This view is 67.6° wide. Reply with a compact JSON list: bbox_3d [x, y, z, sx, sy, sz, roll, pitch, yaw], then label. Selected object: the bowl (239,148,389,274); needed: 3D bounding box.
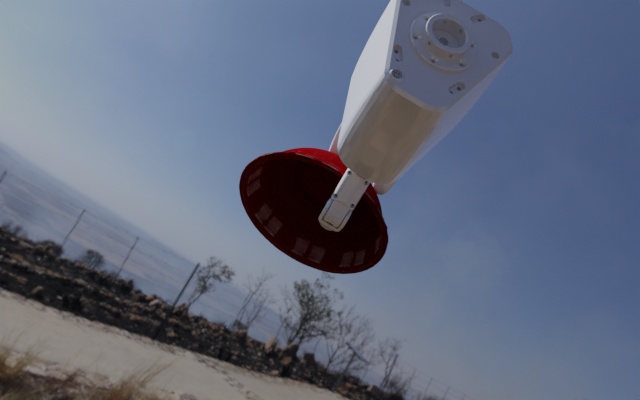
[{"bbox_3d":[0.000,0.002,0.489,0.162,0.162,0.055,0,41,33],"label":"bowl"}]
